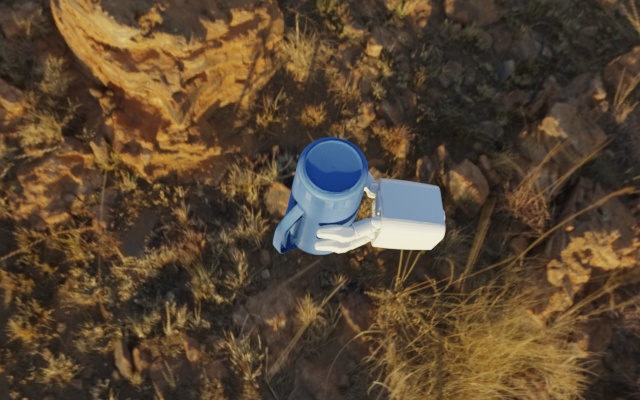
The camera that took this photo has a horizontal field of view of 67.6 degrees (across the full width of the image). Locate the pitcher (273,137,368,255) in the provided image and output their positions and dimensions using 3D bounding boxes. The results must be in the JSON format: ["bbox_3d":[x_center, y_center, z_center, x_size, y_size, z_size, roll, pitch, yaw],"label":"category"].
[{"bbox_3d":[0.000,0.003,0.811,0.145,0.149,0.243,7,-23,-3],"label":"pitcher"}]
